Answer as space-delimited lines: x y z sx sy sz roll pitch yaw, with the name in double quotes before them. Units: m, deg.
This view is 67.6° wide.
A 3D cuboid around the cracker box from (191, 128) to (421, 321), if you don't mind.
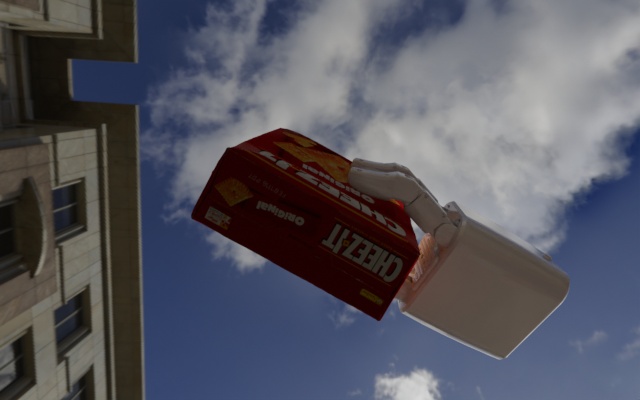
"cracker box" 0.000 0.002 0.449 0.164 0.072 0.213 29 14 -1
